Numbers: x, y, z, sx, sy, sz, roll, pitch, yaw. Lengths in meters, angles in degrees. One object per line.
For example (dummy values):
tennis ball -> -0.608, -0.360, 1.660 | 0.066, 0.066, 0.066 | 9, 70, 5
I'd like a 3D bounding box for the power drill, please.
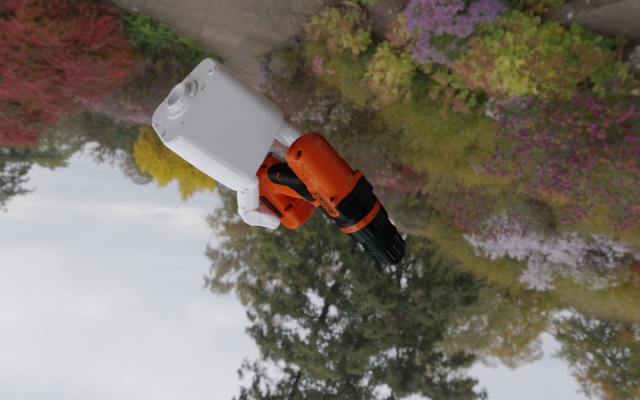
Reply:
power drill -> 0.000, 0.002, 0.575 | 0.057, 0.184, 0.187 | -48, 23, -22
